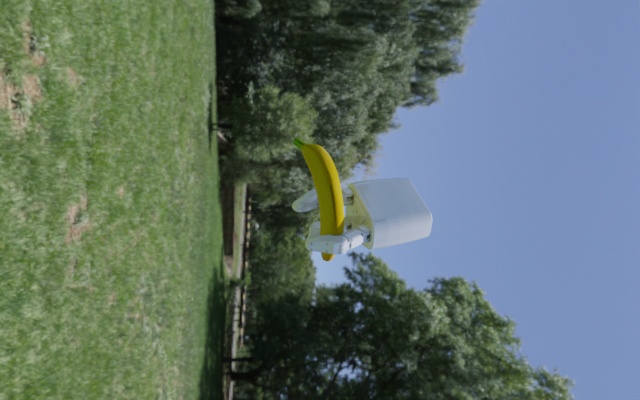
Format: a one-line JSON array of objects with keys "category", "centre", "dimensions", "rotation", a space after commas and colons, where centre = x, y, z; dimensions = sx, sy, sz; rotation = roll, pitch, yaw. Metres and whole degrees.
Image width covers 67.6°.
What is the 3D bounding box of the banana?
[{"category": "banana", "centre": [0.008, 0.000, 0.713], "dimensions": [0.037, 0.198, 0.069], "rotation": [-16, 10, -24]}]
